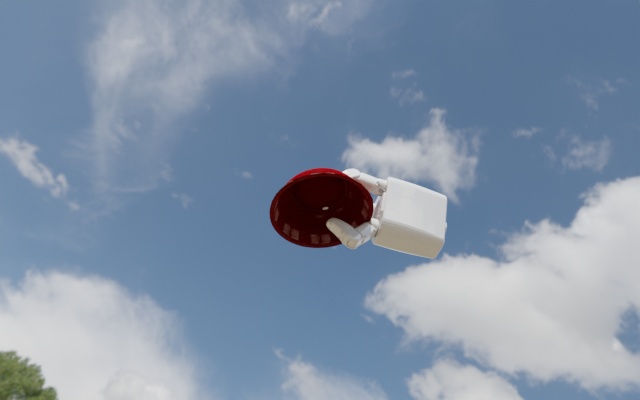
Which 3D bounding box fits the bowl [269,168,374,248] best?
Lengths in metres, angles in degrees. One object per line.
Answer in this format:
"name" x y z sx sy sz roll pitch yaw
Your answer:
"bowl" -0.001 0.002 0.753 0.162 0.162 0.055 0 43 -7
